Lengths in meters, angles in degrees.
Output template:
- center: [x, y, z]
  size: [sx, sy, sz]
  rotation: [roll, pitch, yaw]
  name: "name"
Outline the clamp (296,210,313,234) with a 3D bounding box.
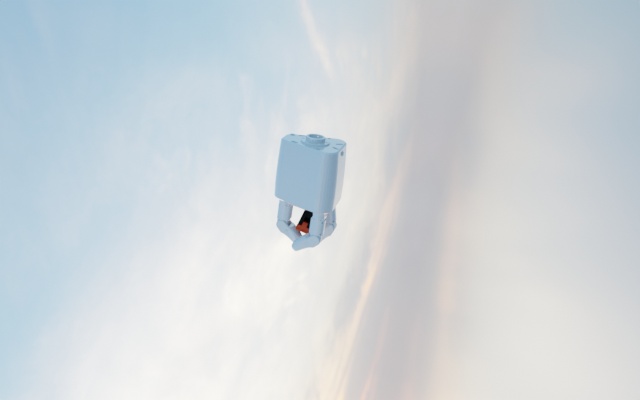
- center: [-0.001, 0.003, 0.899]
  size: [0.039, 0.120, 0.171]
  rotation: [14, 24, 11]
  name: "clamp"
